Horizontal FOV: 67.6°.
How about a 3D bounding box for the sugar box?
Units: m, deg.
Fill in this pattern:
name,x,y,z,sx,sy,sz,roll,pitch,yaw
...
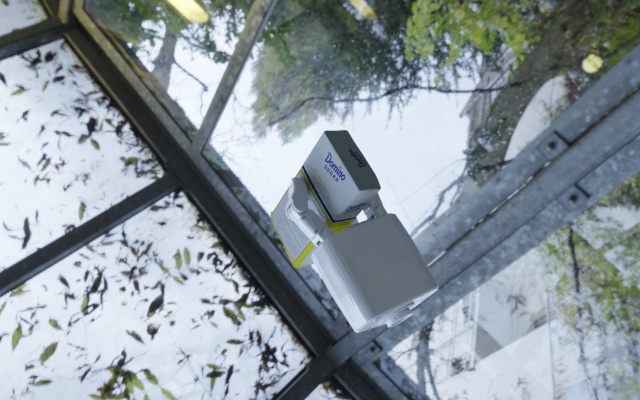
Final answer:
name,x,y,z,sx,sy,sz,roll,pitch,yaw
sugar box,0.001,0.002,0.614,0.048,0.093,0.176,-7,-31,-40
